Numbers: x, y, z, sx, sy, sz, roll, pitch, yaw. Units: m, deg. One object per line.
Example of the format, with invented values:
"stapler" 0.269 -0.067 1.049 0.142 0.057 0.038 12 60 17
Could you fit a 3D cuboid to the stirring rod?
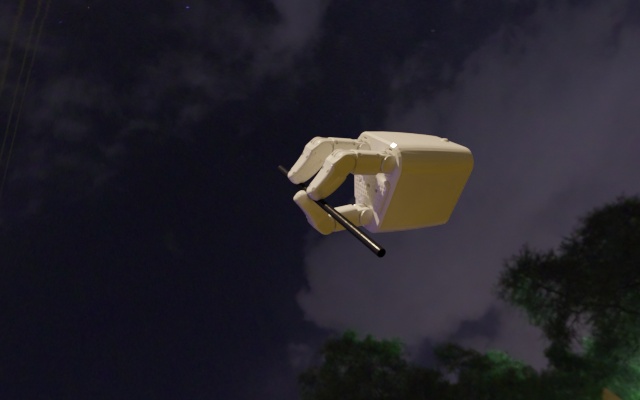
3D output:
"stirring rod" 0.000 0.002 0.488 0.011 0.011 0.239 0 20 -26
